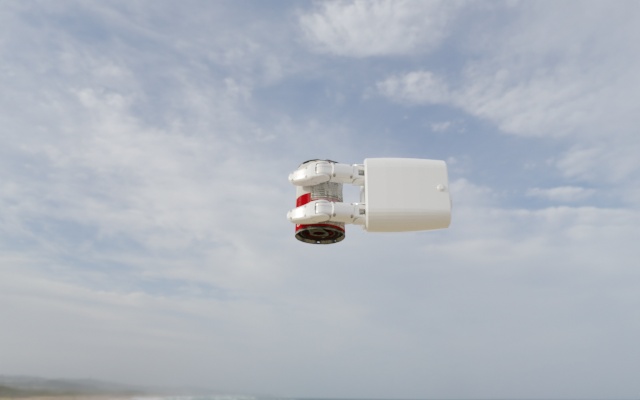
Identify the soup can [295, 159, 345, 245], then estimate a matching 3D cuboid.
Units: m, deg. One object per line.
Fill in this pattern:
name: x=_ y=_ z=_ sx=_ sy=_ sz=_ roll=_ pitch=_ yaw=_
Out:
soup can: x=0.000 y=0.002 z=0.658 sx=0.068 sy=0.102 sz=0.068 roll=1 pitch=-23 yaw=0
